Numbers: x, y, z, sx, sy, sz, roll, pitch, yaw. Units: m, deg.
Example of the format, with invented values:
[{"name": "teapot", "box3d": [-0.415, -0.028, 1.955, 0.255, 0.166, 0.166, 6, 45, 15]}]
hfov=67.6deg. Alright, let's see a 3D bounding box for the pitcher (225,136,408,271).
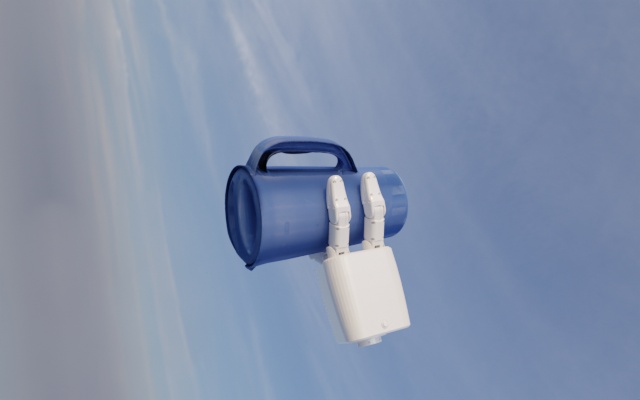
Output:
[{"name": "pitcher", "box3d": [0.000, 0.002, 0.660, 0.243, 0.145, 0.149, -6, -17, -29]}]
